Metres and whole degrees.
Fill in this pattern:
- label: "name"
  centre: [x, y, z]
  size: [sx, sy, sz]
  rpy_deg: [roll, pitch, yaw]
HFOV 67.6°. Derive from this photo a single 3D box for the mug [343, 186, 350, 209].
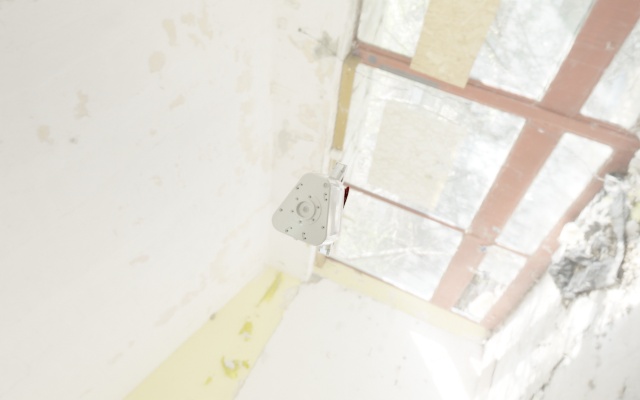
- label: "mug"
  centre: [0.000, 0.003, 0.884]
  size: [0.081, 0.093, 0.117]
  rpy_deg: [23, 3, 10]
